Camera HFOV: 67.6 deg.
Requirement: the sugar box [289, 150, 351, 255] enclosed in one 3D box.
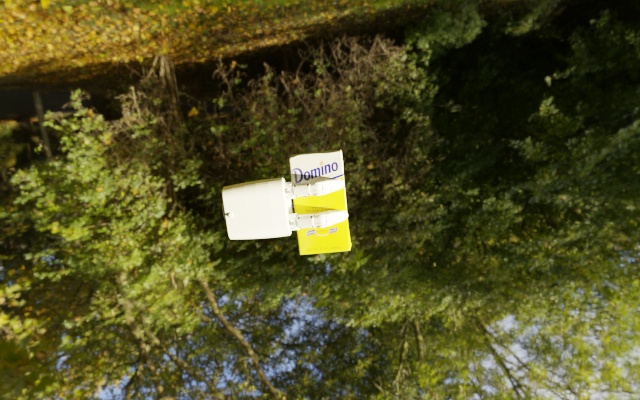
[{"bbox_3d":[0.000,0.003,0.844,0.093,0.176,0.048,-6,10,4],"label":"sugar box"}]
